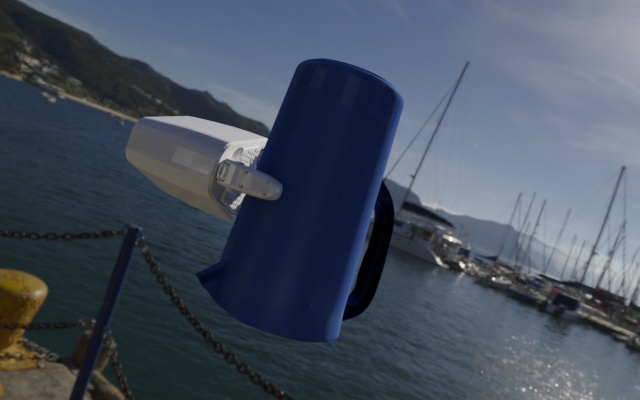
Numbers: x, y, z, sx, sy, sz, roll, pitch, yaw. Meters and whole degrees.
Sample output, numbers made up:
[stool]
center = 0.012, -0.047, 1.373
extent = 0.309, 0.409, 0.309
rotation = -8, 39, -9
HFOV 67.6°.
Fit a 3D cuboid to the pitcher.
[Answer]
[pitcher]
center = 0.000, 0.001, 0.461
extent = 0.145, 0.243, 0.149
rotation = 20, 1, 16
